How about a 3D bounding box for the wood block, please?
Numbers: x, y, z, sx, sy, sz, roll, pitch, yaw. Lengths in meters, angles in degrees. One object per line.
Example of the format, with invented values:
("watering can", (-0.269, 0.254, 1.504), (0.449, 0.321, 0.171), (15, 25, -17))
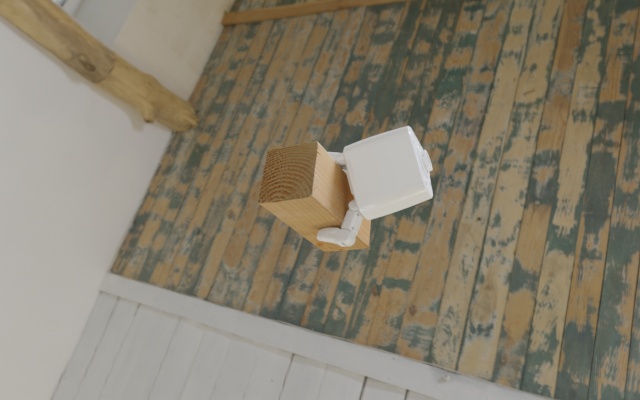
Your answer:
("wood block", (0.001, 0.003, 0.753), (0.090, 0.090, 0.206), (-7, -28, 27))
